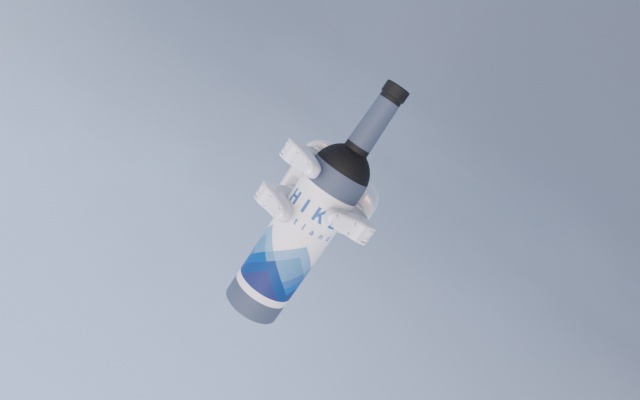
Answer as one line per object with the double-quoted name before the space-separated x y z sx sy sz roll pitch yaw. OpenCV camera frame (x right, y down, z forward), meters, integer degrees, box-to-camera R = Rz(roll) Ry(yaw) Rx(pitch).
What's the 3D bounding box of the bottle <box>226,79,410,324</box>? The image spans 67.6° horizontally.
"bottle" 0.000 0.002 0.522 0.069 0.296 0.069 32 12 -8
